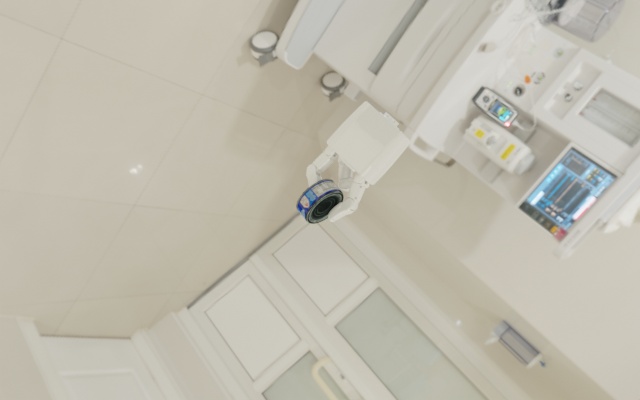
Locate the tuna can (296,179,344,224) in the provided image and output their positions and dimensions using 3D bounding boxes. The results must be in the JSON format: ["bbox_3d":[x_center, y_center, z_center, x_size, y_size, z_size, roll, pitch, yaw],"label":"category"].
[{"bbox_3d":[0.000,0.003,0.875,0.086,0.086,0.033,0,44,-52],"label":"tuna can"}]
